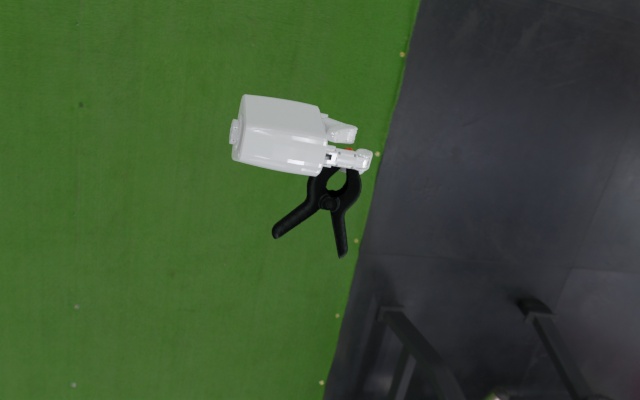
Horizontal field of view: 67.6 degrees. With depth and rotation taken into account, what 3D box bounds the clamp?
[{"bbox_3d":[0.000,0.002,0.695,0.120,0.171,0.039,8,20,-17],"label":"clamp"}]
